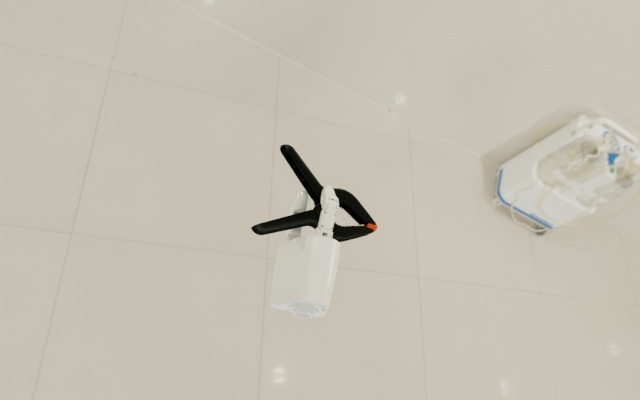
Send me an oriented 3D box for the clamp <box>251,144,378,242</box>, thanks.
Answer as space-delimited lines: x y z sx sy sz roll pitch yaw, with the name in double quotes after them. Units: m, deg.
0.001 0.003 0.804 0.210 0.164 0.036 17 -20 -17 "clamp"
